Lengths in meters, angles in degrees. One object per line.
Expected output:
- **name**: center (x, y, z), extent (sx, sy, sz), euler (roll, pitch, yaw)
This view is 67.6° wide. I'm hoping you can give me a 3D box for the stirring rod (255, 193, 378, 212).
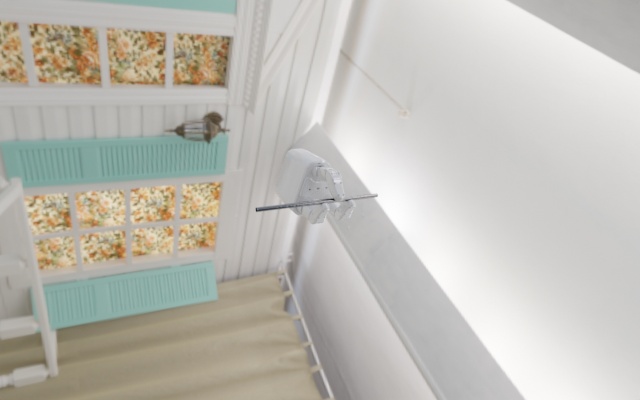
- **stirring rod**: center (0.000, 0.003, 0.843), extent (0.239, 0.011, 0.011), euler (-7, 3, -27)
